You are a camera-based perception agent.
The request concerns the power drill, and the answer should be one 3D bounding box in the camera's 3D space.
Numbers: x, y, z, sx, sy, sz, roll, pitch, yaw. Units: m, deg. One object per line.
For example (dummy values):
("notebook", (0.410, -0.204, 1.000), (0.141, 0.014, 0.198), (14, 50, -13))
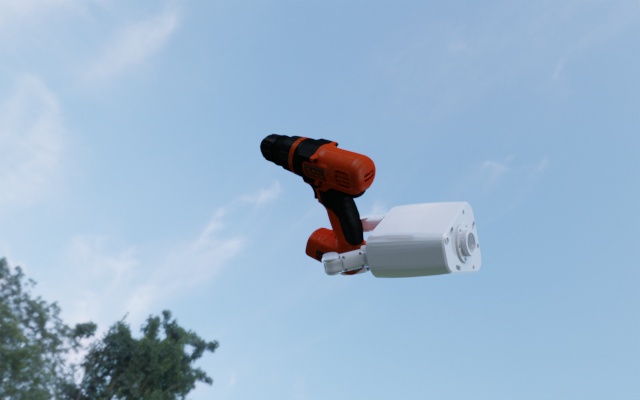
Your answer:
("power drill", (0.000, 0.003, 0.653), (0.184, 0.188, 0.057), (21, 47, 39))
